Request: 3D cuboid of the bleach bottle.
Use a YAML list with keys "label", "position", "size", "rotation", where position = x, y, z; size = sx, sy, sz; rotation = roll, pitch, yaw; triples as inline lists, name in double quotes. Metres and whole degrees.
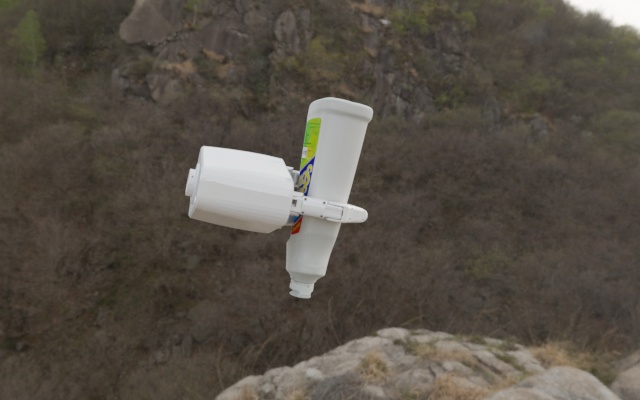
- label: "bleach bottle"
  position: [0.000, 0.002, 0.611]
  size: [0.068, 0.251, 0.102]
  rotation: [10, 3, -18]
